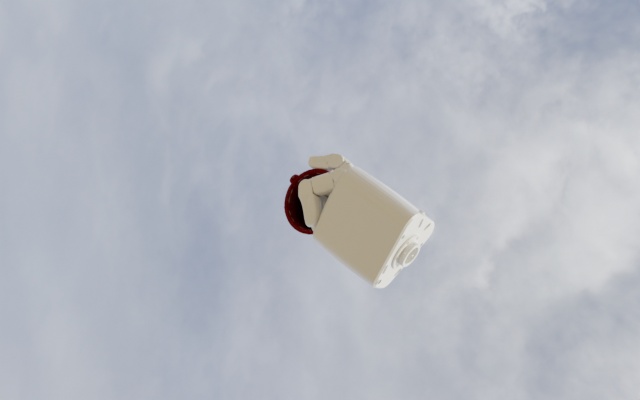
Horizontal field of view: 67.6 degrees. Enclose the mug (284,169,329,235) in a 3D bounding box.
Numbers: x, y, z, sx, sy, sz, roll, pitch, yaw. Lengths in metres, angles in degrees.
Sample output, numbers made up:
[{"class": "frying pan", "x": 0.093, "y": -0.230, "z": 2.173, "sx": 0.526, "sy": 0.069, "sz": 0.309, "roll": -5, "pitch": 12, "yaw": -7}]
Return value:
[{"class": "mug", "x": -0.001, "y": 0.002, "z": 0.698, "sx": 0.117, "sy": 0.093, "sz": 0.081, "roll": 41, "pitch": 9, "yaw": 30}]
